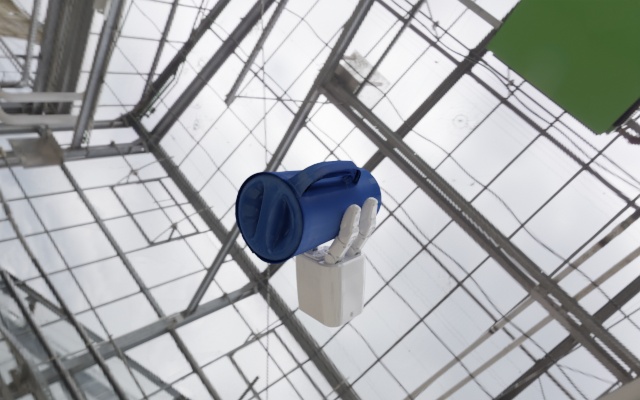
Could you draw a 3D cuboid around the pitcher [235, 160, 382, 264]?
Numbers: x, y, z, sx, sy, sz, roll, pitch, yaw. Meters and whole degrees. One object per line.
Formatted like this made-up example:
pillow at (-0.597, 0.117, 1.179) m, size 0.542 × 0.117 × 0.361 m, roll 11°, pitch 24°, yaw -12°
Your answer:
pitcher at (0.000, 0.003, 0.756) m, size 0.149 × 0.145 × 0.243 m, roll 6°, pitch 12°, yaw 37°
